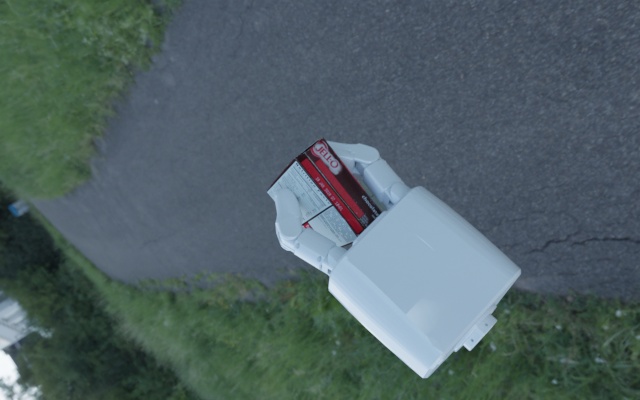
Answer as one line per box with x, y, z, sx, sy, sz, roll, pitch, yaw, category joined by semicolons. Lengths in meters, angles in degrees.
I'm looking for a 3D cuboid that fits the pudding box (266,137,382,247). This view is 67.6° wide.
0.000;0.002;0.449;0.039;0.090;0.113;-38;1;-26;pudding box
